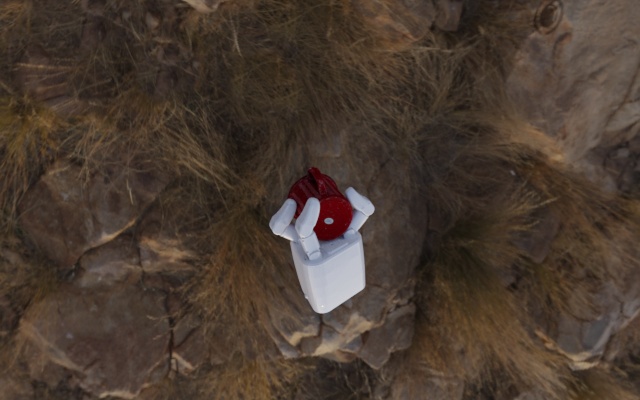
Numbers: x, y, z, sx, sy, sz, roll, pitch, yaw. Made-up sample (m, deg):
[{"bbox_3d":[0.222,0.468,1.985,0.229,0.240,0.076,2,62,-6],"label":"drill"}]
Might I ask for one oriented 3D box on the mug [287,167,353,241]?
[{"bbox_3d":[0.000,0.001,0.766,0.093,0.117,0.081,-15,30,-16],"label":"mug"}]
